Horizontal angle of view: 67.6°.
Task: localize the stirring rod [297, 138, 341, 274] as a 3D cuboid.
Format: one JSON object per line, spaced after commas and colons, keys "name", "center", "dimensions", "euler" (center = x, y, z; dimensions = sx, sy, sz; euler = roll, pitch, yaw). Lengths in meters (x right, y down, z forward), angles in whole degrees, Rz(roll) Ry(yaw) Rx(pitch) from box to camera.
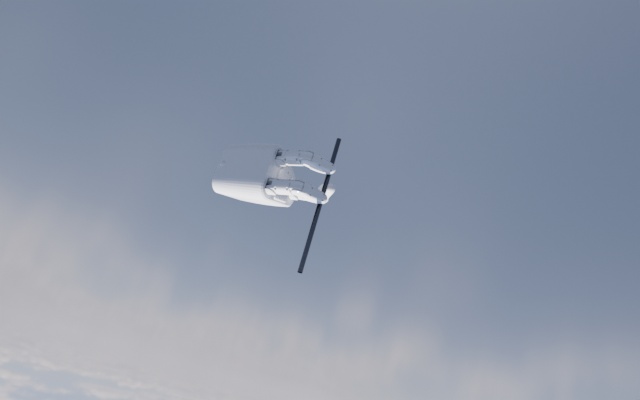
{"name": "stirring rod", "center": [0.000, 0.002, 0.769], "dimensions": [0.011, 0.239, 0.011], "euler": [14, -22, 6]}
